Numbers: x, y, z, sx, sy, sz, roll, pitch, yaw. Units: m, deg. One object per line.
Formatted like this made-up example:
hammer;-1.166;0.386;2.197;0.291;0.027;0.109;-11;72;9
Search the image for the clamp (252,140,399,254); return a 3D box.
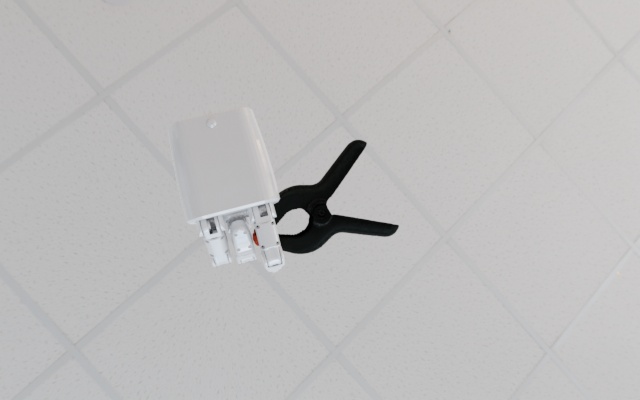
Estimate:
clamp;0.000;0.002;0.554;0.171;0.120;0.039;-14;-1;-14
